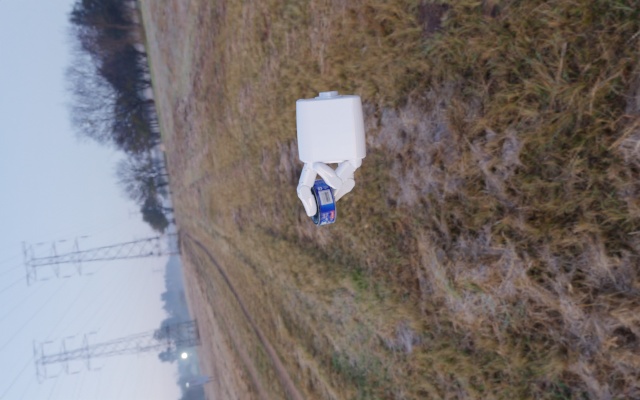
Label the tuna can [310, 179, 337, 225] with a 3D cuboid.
[{"bbox_3d":[0.000,0.003,0.891,0.034,0.086,0.086,-12,3,-15],"label":"tuna can"}]
